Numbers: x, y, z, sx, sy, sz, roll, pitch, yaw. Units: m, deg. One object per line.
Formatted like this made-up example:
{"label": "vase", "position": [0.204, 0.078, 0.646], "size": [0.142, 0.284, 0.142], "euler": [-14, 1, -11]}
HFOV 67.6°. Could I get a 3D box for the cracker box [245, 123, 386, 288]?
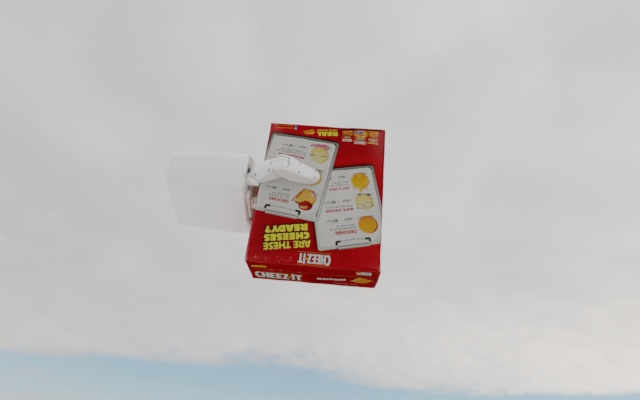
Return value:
{"label": "cracker box", "position": [0.000, 0.002, 0.641], "size": [0.164, 0.213, 0.072], "euler": [4, -30, 4]}
